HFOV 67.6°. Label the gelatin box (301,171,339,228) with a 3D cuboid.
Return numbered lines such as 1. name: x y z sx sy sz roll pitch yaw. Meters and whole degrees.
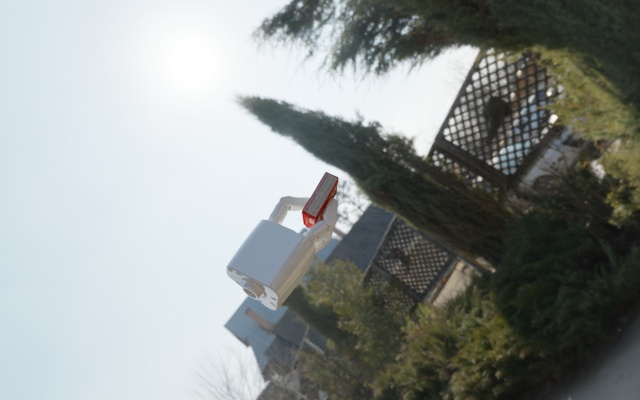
1. gelatin box: 0.000 0.002 0.845 0.030 0.089 0.073 27 -18 9
